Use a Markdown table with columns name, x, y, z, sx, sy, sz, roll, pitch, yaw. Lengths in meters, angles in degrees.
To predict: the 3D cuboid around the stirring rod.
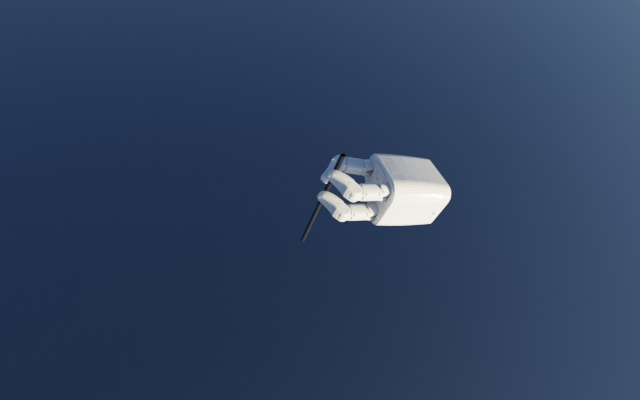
| name | x | y | z | sx | sy | sz | roll | pitch | yaw |
| --- | --- | --- | --- | --- | --- | --- | --- | --- | --- |
| stirring rod | 0.000 | 0.003 | 0.794 | 0.011 | 0.011 | 0.240 | 0 | -35 | -20 |
